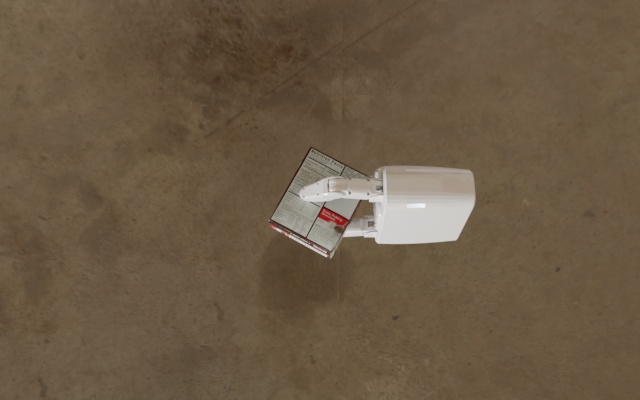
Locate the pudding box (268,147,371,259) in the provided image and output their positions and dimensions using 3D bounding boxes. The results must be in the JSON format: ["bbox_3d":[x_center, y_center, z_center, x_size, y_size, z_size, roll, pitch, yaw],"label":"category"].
[{"bbox_3d":[0.000,0.002,0.596,0.090,0.113,0.039,28,-16,5],"label":"pudding box"}]
